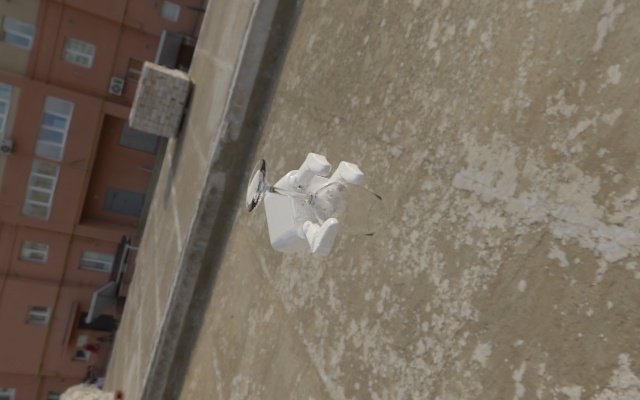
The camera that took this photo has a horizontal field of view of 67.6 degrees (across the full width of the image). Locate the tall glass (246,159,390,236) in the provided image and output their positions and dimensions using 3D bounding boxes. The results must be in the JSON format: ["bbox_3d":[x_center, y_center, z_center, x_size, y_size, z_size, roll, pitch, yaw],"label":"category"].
[{"bbox_3d":[0.000,0.002,0.689,0.201,0.079,0.079,14,-6,-24],"label":"tall glass"}]
